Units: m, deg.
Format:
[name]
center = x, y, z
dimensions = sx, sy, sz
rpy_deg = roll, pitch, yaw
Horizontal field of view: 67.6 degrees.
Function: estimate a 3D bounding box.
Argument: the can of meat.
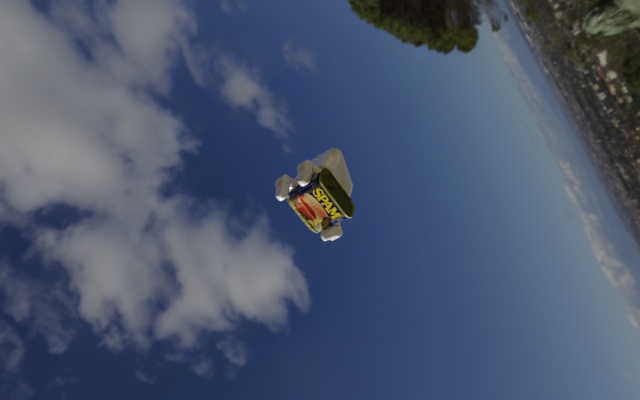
[can of meat]
center = 0.000, 0.003, 0.897
dimensions = 0.084, 0.102, 0.057
rpy_deg = -28, 20, 28
